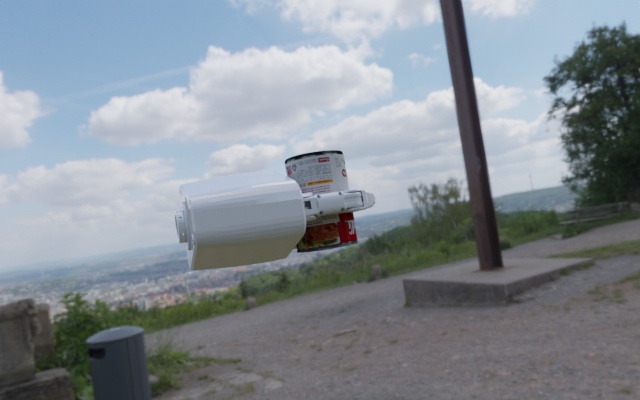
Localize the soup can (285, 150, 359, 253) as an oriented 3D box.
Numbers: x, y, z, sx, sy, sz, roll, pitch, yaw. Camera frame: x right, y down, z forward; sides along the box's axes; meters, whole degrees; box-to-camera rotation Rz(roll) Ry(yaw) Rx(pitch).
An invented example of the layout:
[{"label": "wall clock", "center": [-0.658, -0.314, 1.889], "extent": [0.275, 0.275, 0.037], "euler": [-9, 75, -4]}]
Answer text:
[{"label": "soup can", "center": [0.001, 0.001, 0.523], "extent": [0.068, 0.102, 0.068], "euler": [-9, -3, -1]}]
